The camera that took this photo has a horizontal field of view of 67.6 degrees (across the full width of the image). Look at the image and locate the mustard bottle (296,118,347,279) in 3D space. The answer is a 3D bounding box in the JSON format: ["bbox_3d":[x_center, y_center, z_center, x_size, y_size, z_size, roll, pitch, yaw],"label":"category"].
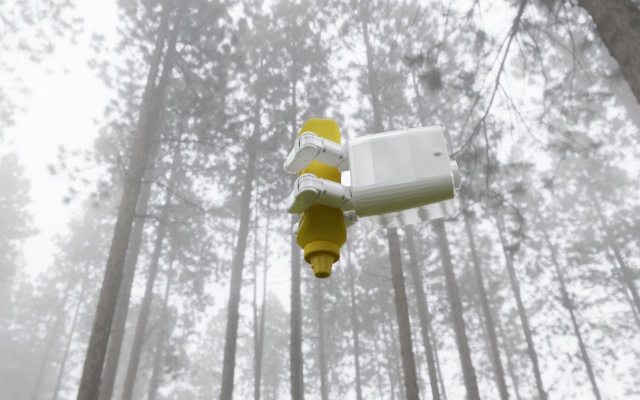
[{"bbox_3d":[0.000,0.002,0.571,0.058,0.191,0.096,4,-34,-10],"label":"mustard bottle"}]
